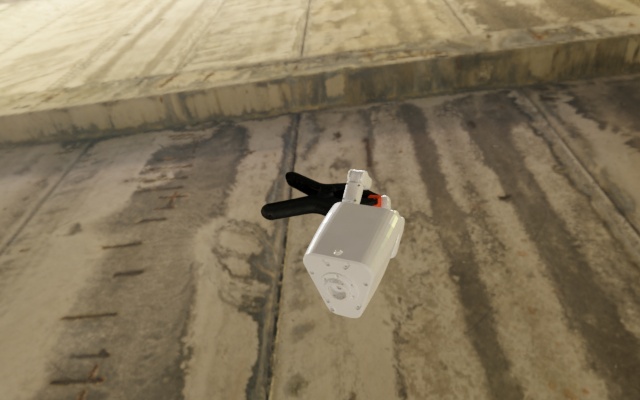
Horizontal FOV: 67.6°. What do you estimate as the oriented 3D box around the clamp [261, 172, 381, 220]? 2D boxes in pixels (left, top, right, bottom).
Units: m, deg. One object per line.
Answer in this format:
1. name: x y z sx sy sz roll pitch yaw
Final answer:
1. clamp: 0.000 0.003 0.704 0.171 0.039 0.120 9 39 24
